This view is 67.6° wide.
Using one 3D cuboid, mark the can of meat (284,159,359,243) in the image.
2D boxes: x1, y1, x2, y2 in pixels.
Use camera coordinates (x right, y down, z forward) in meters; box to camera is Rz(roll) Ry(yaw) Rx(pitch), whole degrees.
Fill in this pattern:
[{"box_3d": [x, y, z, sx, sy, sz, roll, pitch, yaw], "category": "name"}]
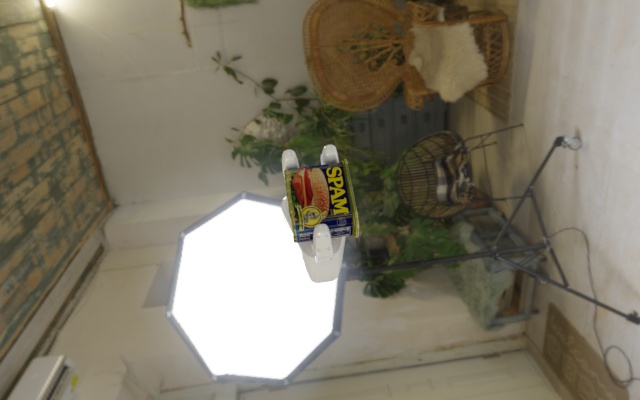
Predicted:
[{"box_3d": [0.000, 0.002, 0.621, 0.084, 0.102, 0.057, -8, -27, -2], "category": "can of meat"}]
